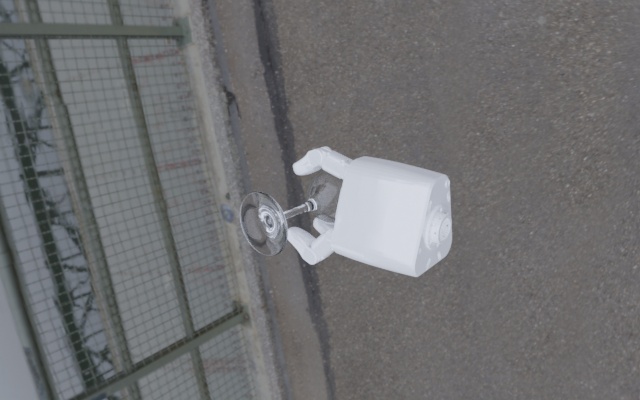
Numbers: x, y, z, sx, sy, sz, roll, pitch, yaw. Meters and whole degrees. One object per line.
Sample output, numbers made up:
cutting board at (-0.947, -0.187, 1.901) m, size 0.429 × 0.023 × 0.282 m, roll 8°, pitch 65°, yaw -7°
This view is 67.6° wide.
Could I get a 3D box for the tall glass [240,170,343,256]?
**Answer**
tall glass at (0.000, 0.002, 0.596) m, size 0.079 × 0.079 × 0.201 m, roll 0°, pitch 14°, yaw 41°
